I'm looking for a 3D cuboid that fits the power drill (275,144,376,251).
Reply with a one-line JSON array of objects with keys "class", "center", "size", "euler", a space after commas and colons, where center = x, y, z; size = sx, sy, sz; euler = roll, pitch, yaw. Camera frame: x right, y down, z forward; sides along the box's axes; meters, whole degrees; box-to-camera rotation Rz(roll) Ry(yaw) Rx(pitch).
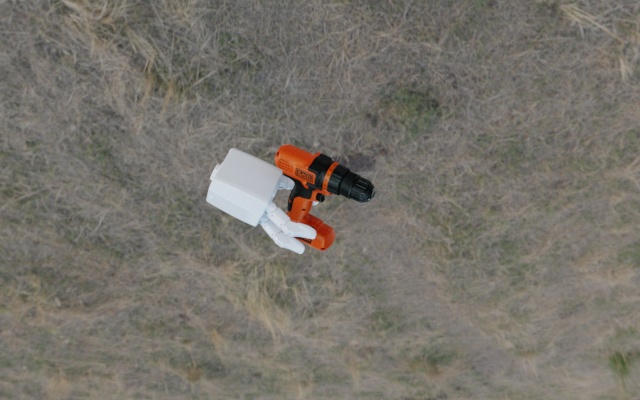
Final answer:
[{"class": "power drill", "center": [0.000, 0.003, 0.855], "size": [0.184, 0.188, 0.057], "euler": [26, 45, 17]}]
